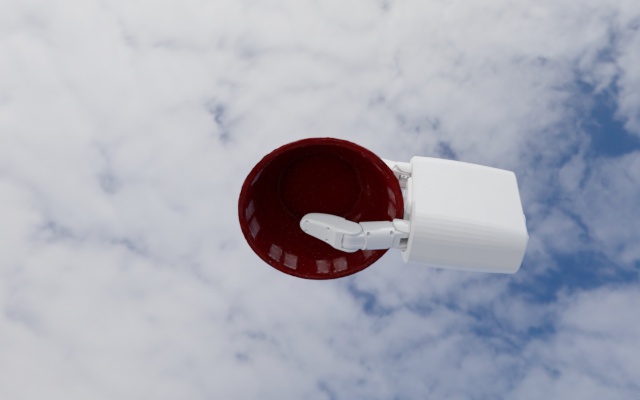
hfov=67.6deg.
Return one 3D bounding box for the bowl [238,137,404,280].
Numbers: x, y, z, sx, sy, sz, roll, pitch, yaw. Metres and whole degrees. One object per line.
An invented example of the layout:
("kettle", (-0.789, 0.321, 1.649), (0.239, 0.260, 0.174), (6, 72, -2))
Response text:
("bowl", (-0.001, 0.001, 0.484), (0.162, 0.162, 0.055), (0, 30, -2))
